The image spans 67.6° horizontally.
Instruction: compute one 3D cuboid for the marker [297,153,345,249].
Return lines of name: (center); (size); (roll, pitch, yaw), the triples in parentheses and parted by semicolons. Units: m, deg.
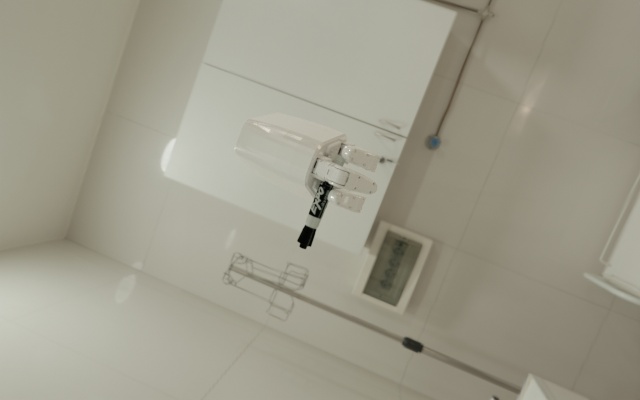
marker: (0.000, 0.002, 0.576); (0.020, 0.121, 0.020); (21, 5, -2)
